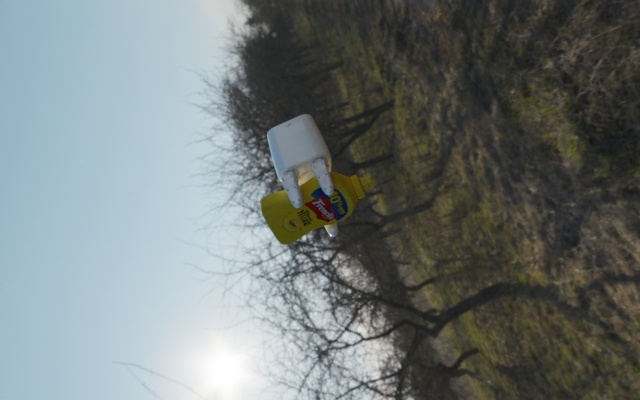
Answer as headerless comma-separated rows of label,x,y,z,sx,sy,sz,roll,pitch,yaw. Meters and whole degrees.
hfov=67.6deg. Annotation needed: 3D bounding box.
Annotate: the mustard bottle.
mustard bottle,0.000,0.003,0.822,0.191,0.096,0.058,-23,35,5
